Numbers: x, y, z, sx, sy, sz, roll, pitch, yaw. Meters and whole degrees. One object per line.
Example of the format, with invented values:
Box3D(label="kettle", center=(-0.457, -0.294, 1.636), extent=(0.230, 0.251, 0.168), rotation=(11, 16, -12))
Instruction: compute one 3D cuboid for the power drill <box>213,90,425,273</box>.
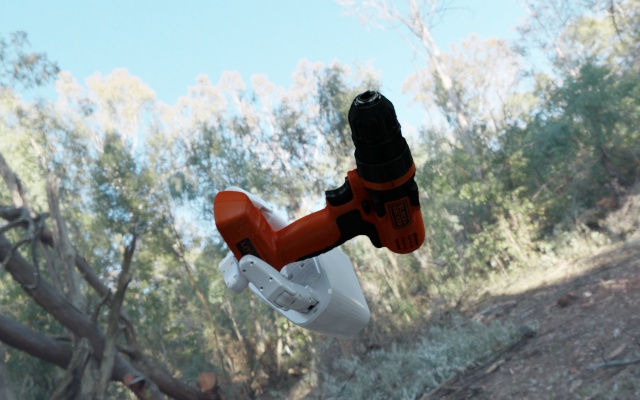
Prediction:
Box3D(label="power drill", center=(0.000, 0.002, 0.450), extent=(0.187, 0.185, 0.057), rotation=(-17, 39, 6))
